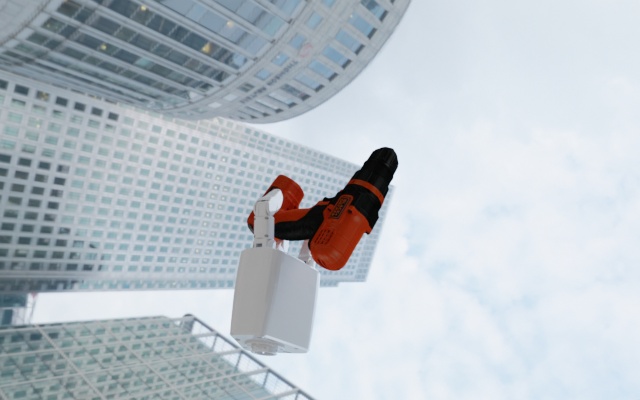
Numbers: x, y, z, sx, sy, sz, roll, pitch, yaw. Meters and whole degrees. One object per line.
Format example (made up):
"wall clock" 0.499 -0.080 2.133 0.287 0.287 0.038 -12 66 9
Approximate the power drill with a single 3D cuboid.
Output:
"power drill" 0.000 0.002 0.638 0.187 0.184 0.057 1 -42 47
